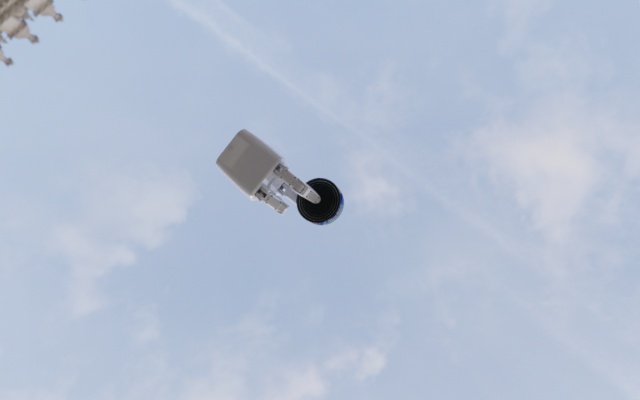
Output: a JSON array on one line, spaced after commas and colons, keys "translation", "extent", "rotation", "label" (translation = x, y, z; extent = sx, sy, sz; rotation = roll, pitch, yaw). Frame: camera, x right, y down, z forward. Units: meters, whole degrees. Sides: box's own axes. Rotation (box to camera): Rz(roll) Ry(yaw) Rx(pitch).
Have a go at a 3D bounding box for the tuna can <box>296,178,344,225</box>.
[{"translation": [0.000, 0.003, 0.894], "extent": [0.086, 0.086, 0.034], "rotation": [0, -13, 17], "label": "tuna can"}]
